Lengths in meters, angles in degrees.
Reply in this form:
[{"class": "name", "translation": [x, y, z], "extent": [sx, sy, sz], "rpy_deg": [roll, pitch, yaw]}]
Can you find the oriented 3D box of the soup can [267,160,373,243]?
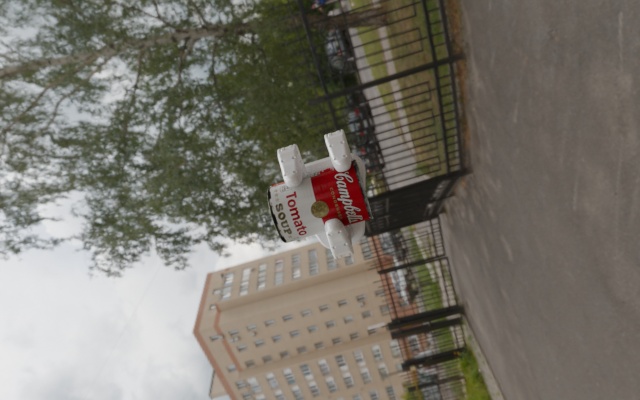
[{"class": "soup can", "translation": [0.000, 0.002, 0.526], "extent": [0.102, 0.068, 0.068], "rpy_deg": [-17, -2, 5]}]
